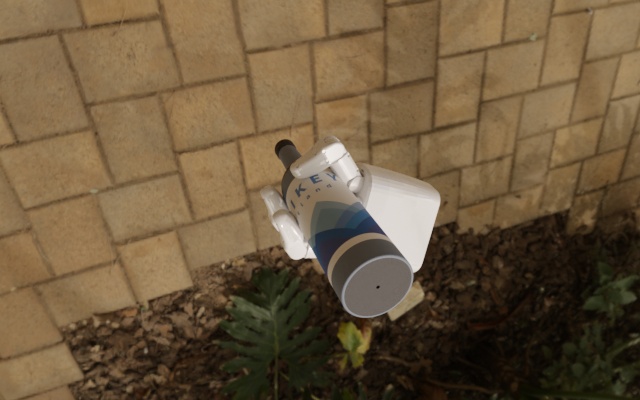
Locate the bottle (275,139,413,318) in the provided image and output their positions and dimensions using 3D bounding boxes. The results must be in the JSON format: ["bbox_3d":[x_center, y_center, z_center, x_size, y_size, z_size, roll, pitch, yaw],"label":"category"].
[{"bbox_3d":[0.000,0.002,0.518,0.069,0.069,0.295,0,29,-22],"label":"bottle"}]
